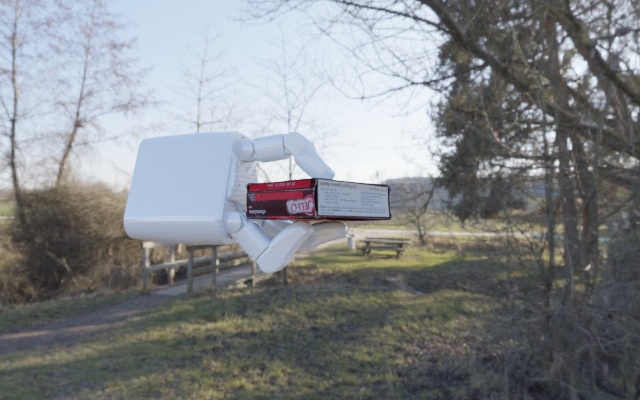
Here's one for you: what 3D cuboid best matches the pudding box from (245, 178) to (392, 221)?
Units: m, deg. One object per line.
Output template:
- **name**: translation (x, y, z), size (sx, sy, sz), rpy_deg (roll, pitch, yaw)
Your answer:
- **pudding box**: translation (0.000, 0.001, 0.453), size (0.090, 0.039, 0.113), rpy_deg (-1, -1, 42)
